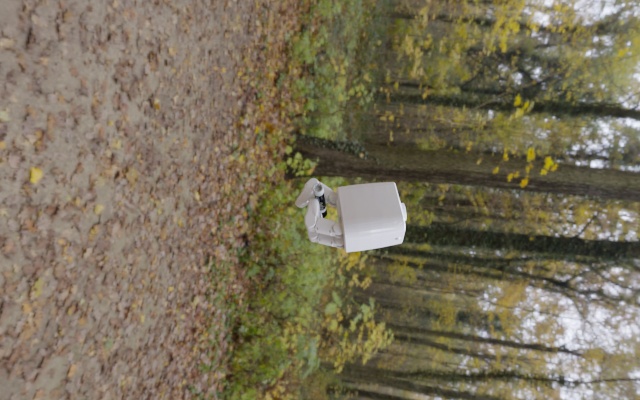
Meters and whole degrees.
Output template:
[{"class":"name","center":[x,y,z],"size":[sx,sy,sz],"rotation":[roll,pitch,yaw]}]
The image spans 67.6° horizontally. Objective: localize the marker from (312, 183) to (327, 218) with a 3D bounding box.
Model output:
[{"class":"marker","center":[0.000,0.003,0.863],"size":[0.020,0.020,0.121],"rotation":[0,-24,5]}]
